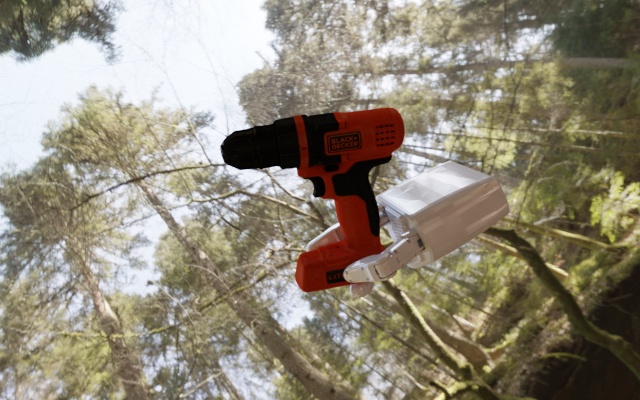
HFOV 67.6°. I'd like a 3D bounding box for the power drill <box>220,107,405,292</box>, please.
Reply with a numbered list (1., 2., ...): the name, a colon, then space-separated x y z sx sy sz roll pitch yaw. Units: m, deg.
1. power drill: 0.000 0.002 0.501 0.184 0.188 0.057 -9 24 -6
